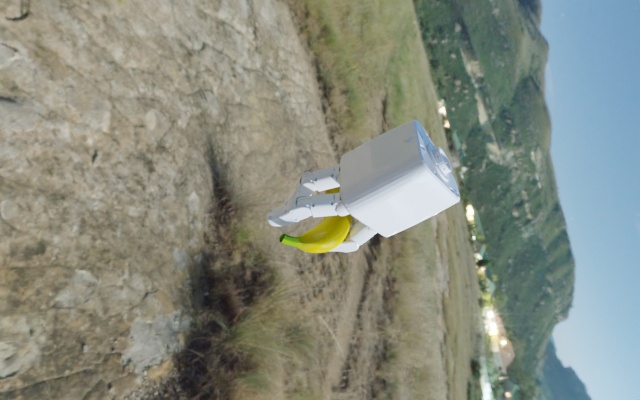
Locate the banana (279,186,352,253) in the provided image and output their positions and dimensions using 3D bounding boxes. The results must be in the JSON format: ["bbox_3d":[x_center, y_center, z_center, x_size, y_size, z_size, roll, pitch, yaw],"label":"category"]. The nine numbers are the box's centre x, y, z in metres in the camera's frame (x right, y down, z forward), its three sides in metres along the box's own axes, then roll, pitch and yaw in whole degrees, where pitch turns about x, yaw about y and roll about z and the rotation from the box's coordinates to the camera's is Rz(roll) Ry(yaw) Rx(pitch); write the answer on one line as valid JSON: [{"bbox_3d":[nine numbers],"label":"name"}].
[{"bbox_3d":[0.012,0.017,0.641,0.037,0.069,0.197,-42,8,32],"label":"banana"}]
